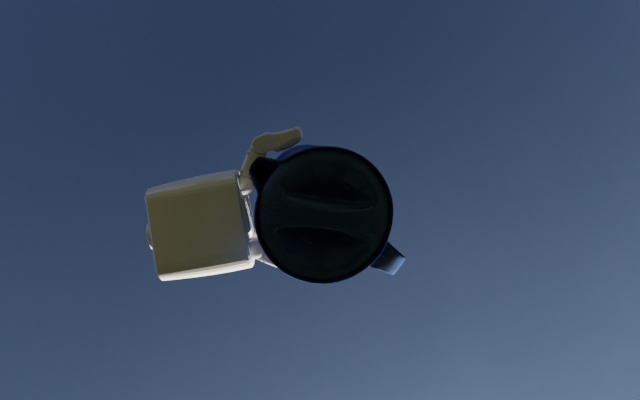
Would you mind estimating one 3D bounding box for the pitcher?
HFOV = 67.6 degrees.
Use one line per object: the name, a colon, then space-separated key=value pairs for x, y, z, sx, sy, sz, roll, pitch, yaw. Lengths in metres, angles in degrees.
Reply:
pitcher: x=0.000 y=0.002 z=0.562 sx=0.145 sy=0.149 sz=0.242 roll=-11 pitch=11 yaw=-4
